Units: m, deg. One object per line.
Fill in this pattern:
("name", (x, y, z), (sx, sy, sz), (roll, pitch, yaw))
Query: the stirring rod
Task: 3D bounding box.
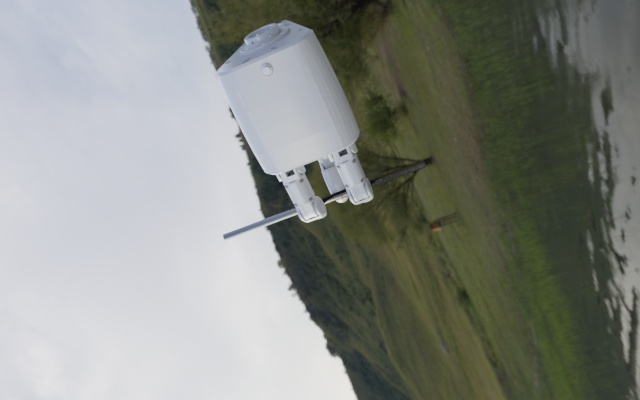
("stirring rod", (0.000, 0.002, 0.529), (0.239, 0.011, 0.011), (-20, -4, 11))
